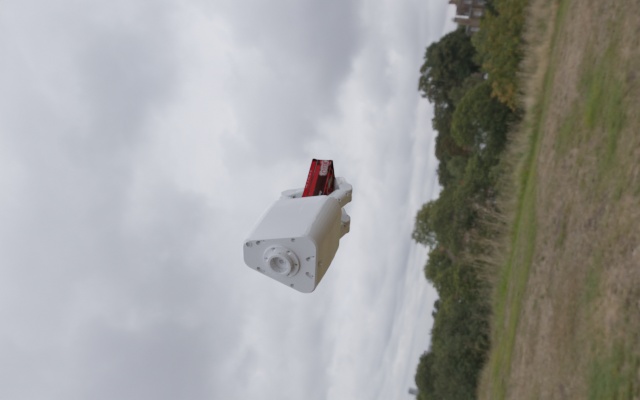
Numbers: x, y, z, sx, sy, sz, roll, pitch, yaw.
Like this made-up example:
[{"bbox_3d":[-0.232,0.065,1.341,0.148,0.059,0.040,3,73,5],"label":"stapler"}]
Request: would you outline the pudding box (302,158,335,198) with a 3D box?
[{"bbox_3d":[0.000,0.002,0.755,0.039,0.090,0.114,9,-33,11],"label":"pudding box"}]
